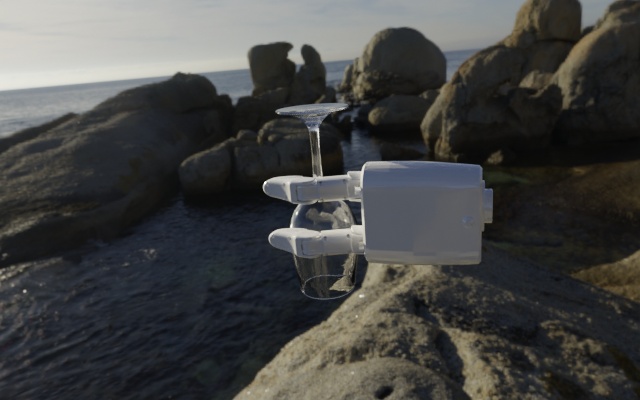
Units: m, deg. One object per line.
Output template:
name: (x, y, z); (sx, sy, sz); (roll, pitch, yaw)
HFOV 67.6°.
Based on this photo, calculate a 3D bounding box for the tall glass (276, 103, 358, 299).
tall glass: (0.000, 0.001, 0.510); (0.079, 0.201, 0.079); (-4, 16, 1)
